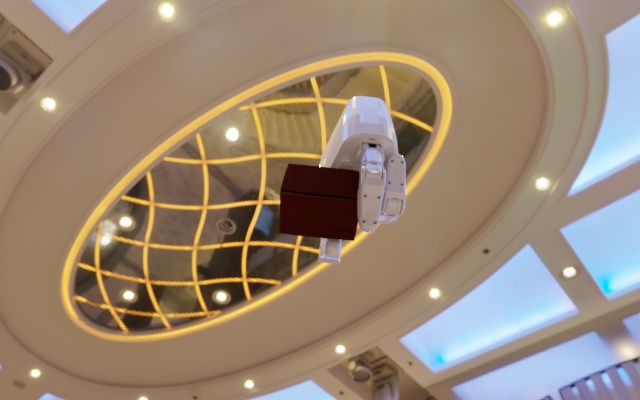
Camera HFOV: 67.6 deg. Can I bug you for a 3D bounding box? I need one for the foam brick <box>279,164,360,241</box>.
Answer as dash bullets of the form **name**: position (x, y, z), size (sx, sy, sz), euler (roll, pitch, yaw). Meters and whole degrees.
- **foam brick**: position (0.000, 0.001, 0.475), size (0.078, 0.053, 0.051), euler (6, 37, -1)
